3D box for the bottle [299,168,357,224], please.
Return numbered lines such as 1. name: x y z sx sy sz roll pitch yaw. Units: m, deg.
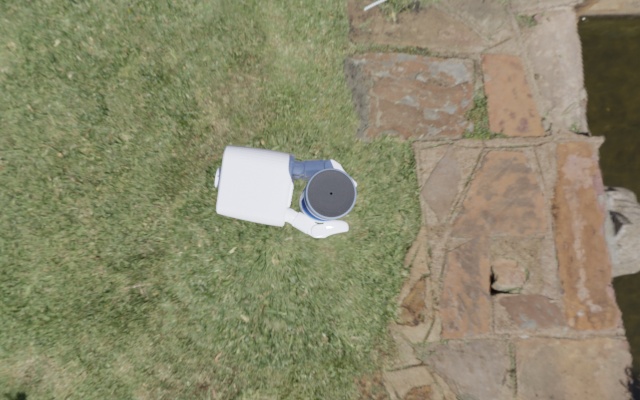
1. bottle: 0.000 0.002 0.759 0.069 0.069 0.296 0 -4 -5
